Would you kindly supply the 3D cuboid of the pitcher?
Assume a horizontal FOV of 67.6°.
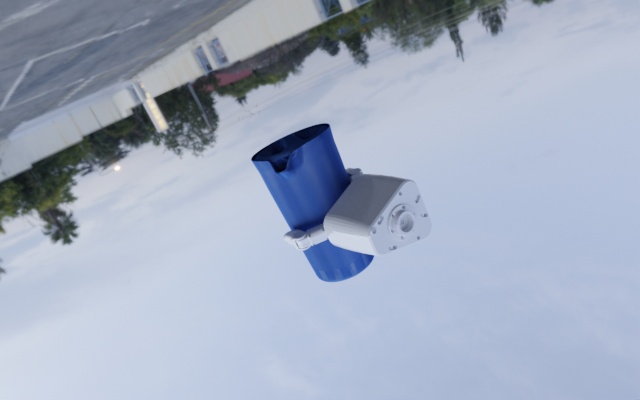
[{"bbox_3d":[0.000,0.003,0.784,0.149,0.243,0.145,-33,21,-25],"label":"pitcher"}]
